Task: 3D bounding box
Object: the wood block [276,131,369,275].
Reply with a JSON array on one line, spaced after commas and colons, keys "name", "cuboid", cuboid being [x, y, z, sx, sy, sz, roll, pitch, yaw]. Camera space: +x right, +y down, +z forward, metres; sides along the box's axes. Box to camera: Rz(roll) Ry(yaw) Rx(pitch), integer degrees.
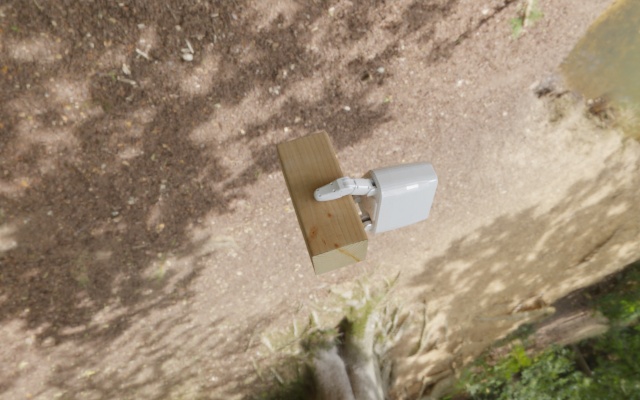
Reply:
[{"name": "wood block", "cuboid": [0.001, 0.002, 0.782, 0.090, 0.206, 0.091, -17, -26, -6]}]
